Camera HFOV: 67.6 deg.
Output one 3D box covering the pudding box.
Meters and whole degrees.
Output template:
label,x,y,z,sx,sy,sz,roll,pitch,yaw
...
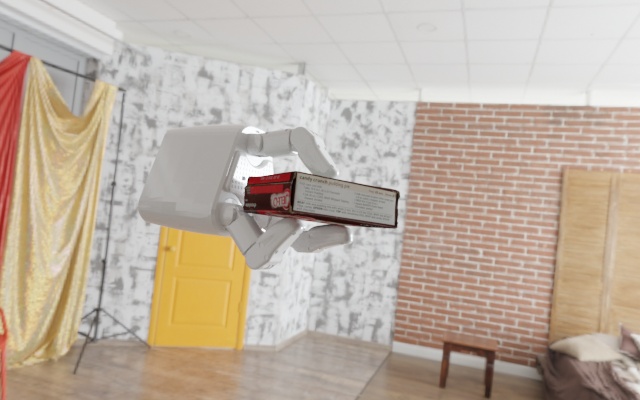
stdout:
label,x,y,z,sx,sy,sz,roll,pitch,yaw
pudding box,0.000,0.001,0.429,0.113,0.039,0.090,7,-3,-32
